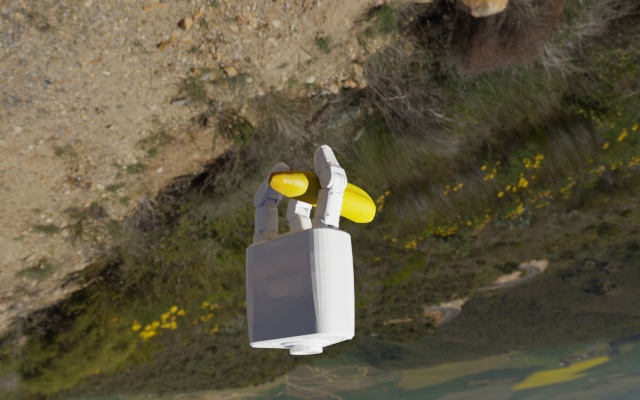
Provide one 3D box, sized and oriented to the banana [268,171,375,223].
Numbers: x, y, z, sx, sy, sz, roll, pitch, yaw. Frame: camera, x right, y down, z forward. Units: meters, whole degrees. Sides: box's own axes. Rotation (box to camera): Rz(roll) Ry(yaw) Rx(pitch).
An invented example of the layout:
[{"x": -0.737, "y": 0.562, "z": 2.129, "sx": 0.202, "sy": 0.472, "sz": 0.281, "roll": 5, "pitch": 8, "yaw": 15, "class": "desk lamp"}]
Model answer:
[{"x": 0.018, "y": 0.001, "z": 0.564, "sx": 0.069, "sy": 0.037, "sz": 0.198, "roll": -7, "pitch": -16, "yaw": 27, "class": "banana"}]
